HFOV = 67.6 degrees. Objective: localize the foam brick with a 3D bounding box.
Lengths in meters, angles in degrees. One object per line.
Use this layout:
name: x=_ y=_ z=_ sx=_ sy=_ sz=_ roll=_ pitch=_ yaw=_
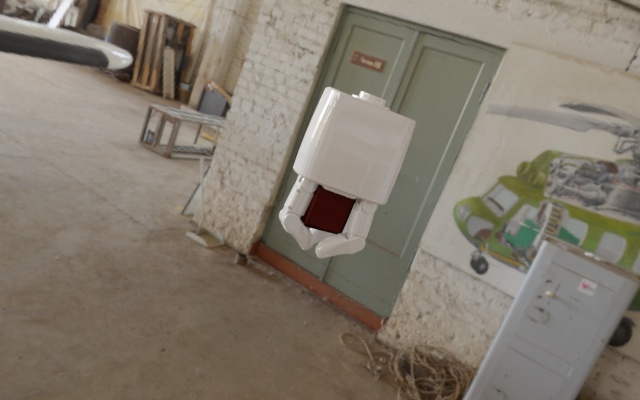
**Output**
foam brick: x=0.000 y=0.002 z=0.603 sx=0.053 sy=0.051 sz=0.078 roll=15 pitch=13 yaw=-27
